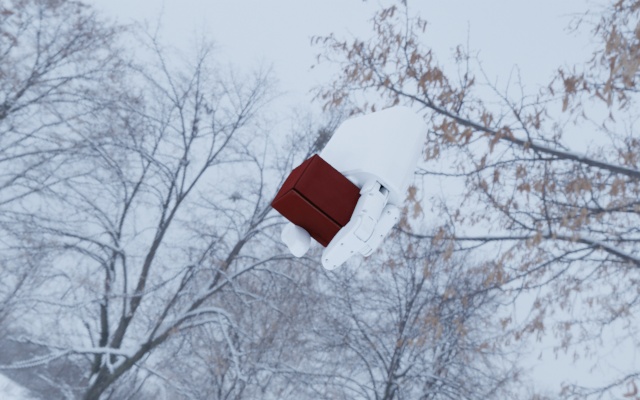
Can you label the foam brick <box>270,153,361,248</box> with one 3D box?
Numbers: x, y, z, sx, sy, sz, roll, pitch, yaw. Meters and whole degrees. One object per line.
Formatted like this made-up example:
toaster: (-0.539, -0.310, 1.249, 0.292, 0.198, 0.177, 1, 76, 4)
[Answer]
foam brick: (0.000, 0.001, 0.480, 0.078, 0.051, 0.053, 39, -33, -16)
